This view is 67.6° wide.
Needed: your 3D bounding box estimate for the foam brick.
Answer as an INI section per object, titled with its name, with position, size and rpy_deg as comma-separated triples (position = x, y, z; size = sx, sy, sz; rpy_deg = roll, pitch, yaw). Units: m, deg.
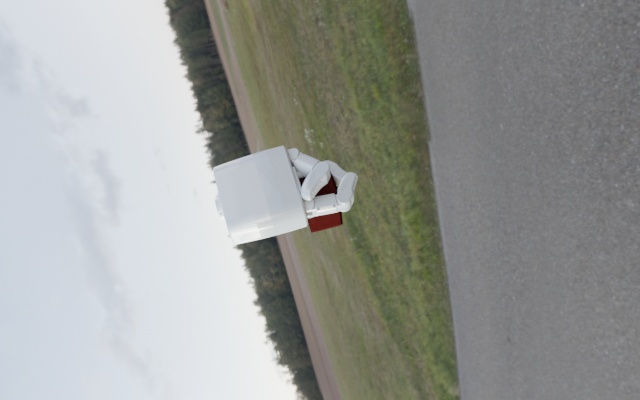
[foam brick]
position = 0.000, 0.003, 0.713
size = 0.051, 0.053, 0.078
rpy_deg = -17, -35, -6
